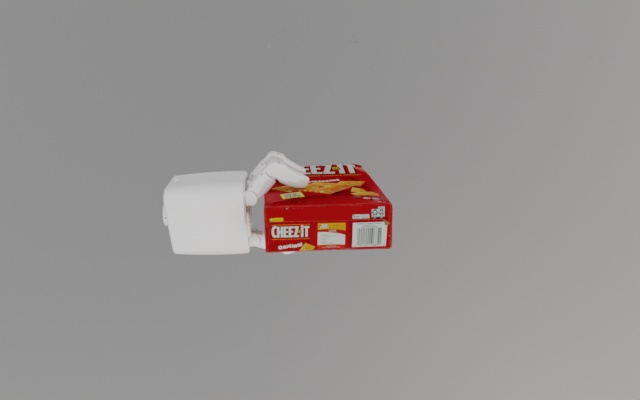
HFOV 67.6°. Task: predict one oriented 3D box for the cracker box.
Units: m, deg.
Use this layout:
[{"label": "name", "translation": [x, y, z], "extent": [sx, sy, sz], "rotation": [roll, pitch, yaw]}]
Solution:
[{"label": "cracker box", "translation": [0.000, 0.002, 0.694], "extent": [0.164, 0.072, 0.213], "rotation": [-2, 18, -6]}]
